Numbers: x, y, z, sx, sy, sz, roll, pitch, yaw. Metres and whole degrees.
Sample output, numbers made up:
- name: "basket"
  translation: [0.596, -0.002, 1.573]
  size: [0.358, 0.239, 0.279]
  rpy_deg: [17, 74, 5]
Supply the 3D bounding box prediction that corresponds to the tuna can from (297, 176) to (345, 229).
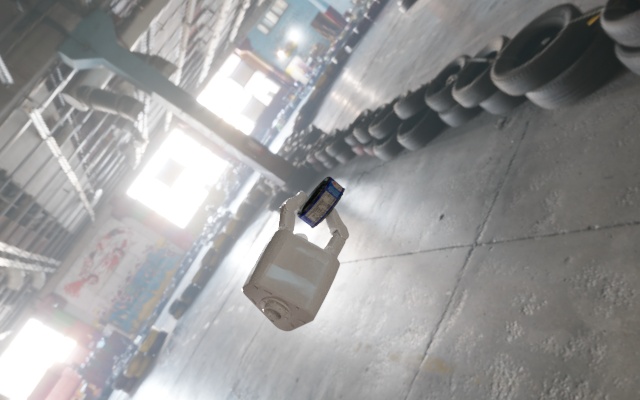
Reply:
- name: "tuna can"
  translation: [0.000, 0.002, 0.777]
  size: [0.034, 0.086, 0.086]
  rpy_deg: [39, -7, -8]
